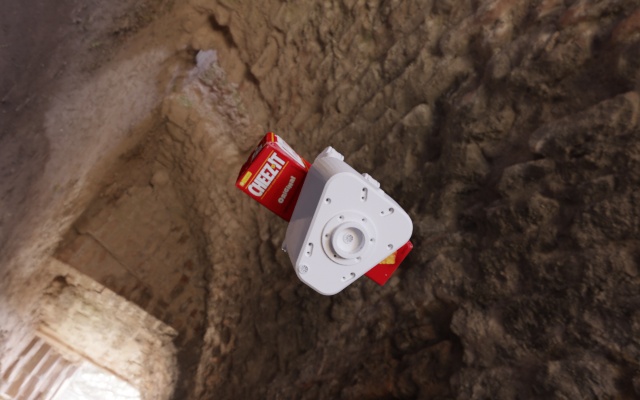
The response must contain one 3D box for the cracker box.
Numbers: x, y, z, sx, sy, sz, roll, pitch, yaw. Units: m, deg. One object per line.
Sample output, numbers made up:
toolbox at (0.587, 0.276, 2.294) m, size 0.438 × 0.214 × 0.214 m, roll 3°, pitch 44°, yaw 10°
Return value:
cracker box at (0.000, 0.002, 0.622) m, size 0.214 × 0.072 × 0.164 m, roll 36°, pitch 5°, yaw -12°
